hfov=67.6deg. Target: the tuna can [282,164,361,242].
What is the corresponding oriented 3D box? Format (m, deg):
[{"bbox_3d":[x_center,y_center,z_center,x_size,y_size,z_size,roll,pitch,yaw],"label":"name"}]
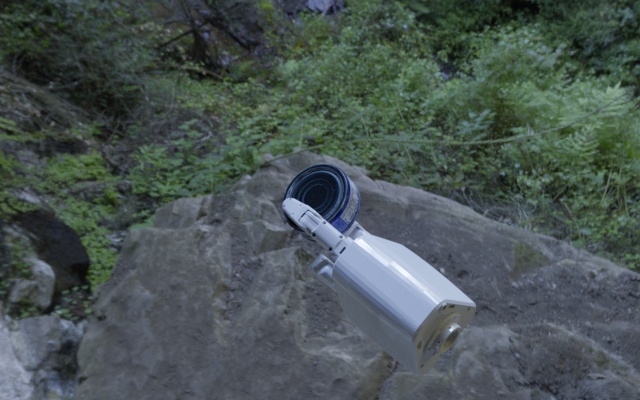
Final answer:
[{"bbox_3d":[0.000,0.001,0.539,0.086,0.086,0.034,0,-26,32],"label":"tuna can"}]
